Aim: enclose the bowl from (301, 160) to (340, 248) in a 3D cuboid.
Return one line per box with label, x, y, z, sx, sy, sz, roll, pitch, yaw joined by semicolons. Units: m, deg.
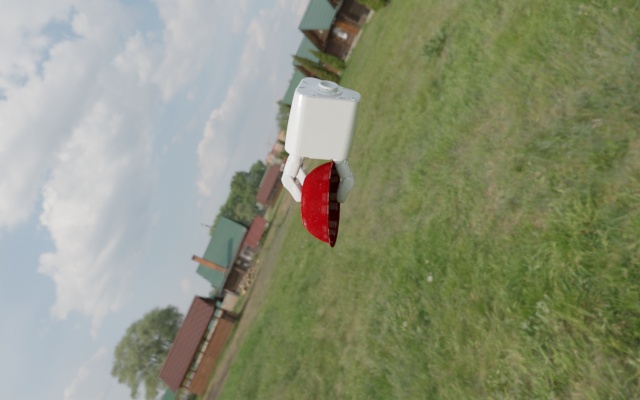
bowl;0.000;0.004;0.857;0.055;0.162;0.162;1;0;9
